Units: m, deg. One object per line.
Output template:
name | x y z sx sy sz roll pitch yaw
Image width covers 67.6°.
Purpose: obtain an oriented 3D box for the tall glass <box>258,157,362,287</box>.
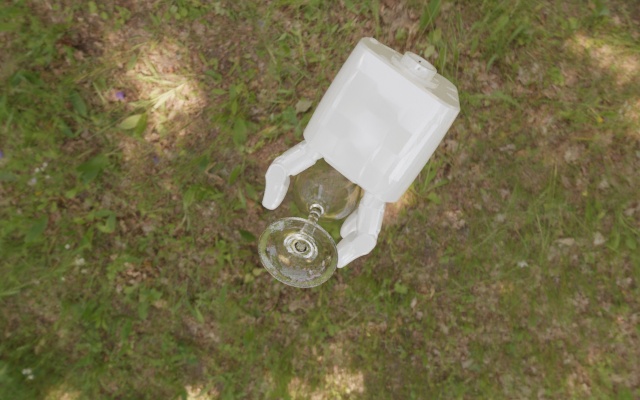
tall glass | 0.000 0.002 0.511 0.079 0.079 0.201 0 28 13
